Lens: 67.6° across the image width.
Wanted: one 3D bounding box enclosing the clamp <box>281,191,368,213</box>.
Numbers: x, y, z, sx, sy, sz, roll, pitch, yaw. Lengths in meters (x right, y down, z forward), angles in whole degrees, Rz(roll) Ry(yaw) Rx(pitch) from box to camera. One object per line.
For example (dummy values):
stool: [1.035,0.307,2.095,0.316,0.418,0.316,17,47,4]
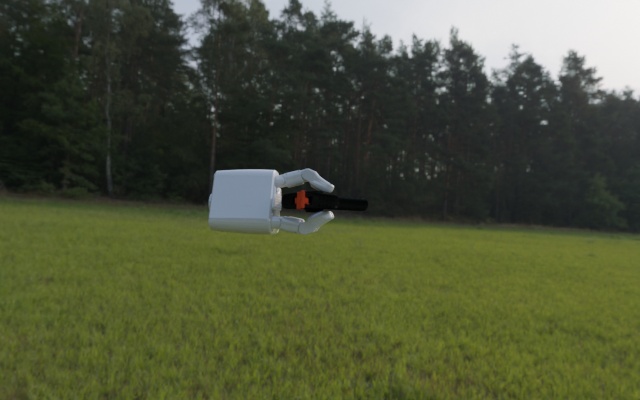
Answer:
clamp: [0.000,0.002,0.814,0.164,0.036,0.210,1,-2,4]
